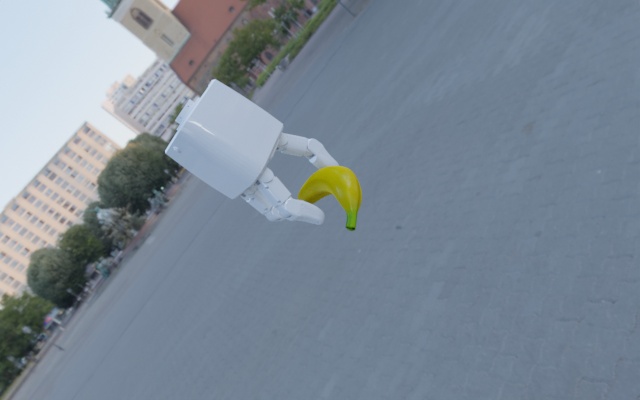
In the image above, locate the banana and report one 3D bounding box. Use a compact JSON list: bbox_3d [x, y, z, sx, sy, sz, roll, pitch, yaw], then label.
[{"bbox_3d":[0.010,-0.014,0.626,0.037,0.069,0.198,29,-2,-19],"label":"banana"}]
